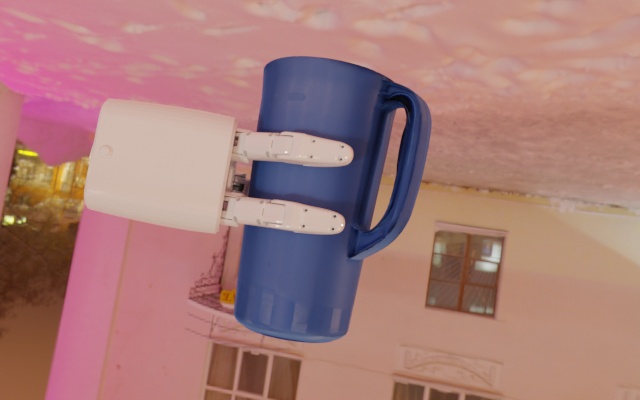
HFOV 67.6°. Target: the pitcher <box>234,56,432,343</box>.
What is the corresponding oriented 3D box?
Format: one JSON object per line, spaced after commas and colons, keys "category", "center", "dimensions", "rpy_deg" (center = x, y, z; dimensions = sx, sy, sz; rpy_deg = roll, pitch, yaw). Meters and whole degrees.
{"category": "pitcher", "center": [0.000, 0.001, 0.442], "dimensions": [0.145, 0.243, 0.149], "rpy_deg": [10, -4, -9]}
